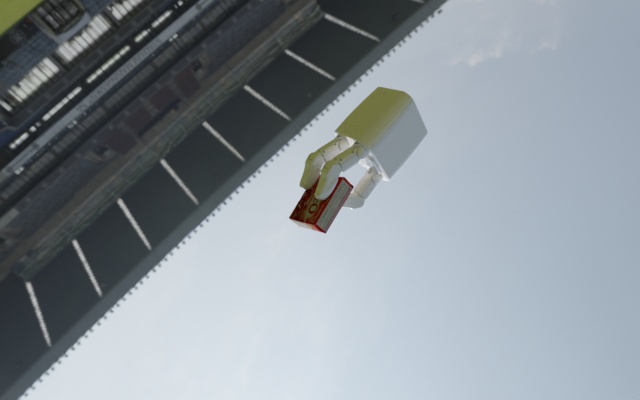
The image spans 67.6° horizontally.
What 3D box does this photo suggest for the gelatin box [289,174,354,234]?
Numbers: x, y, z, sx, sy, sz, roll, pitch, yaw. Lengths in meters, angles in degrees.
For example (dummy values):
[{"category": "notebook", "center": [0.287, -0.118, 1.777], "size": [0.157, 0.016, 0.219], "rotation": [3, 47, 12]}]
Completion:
[{"category": "gelatin box", "center": [0.000, 0.003, 0.738], "size": [0.030, 0.089, 0.073], "rotation": [40, -17, -33]}]
